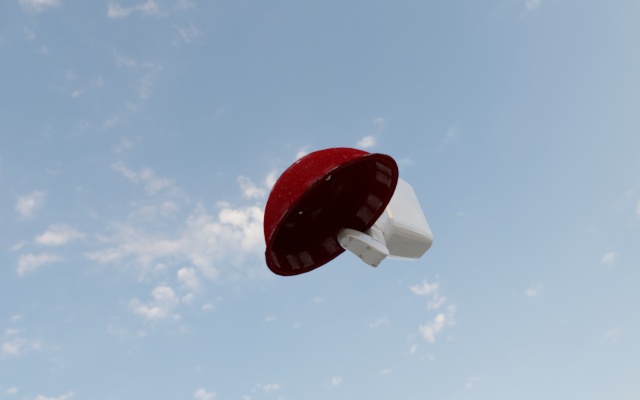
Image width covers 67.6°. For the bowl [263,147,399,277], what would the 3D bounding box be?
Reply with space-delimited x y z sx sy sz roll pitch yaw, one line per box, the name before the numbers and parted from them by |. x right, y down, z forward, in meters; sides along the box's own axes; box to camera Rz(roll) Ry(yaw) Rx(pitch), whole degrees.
bowl | -0.001 0.001 0.477 0.162 0.162 0.055 0 42 -52
